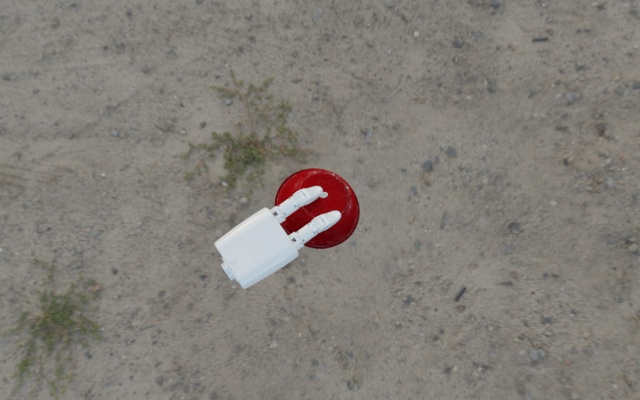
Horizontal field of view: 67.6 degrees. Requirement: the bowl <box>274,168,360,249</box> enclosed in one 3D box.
[{"bbox_3d":[0.001,0.002,0.862,0.162,0.162,0.055,0,-23,-13],"label":"bowl"}]
